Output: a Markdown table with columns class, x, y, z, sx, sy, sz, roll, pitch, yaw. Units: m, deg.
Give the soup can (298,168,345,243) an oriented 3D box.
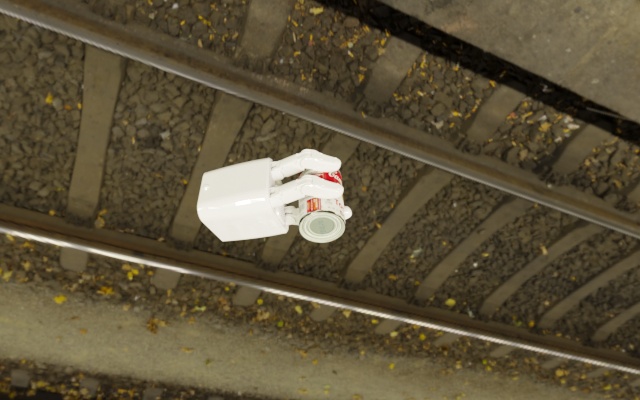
| class | x | y | z | sx | sy | sz | roll | pitch | yaw |
| --- | --- | --- | --- | --- | --- | --- | --- | --- | --- |
| soup can | 0.001 | 0.002 | 0.701 | 0.068 | 0.102 | 0.069 | -1 | -44 | -1 |
